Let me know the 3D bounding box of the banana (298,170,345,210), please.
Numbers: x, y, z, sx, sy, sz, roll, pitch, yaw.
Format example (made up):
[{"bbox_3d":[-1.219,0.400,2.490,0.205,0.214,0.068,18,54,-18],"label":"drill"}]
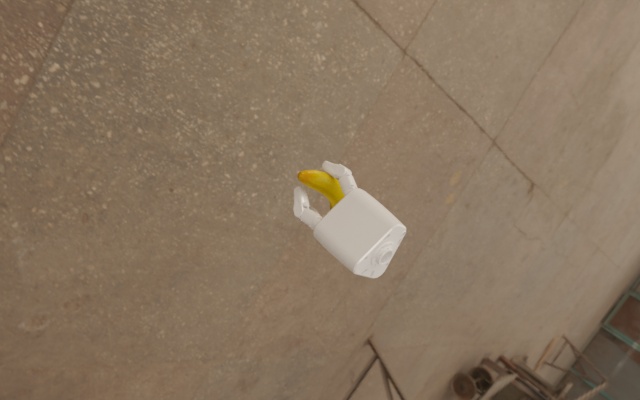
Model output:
[{"bbox_3d":[0.016,-0.006,0.892,0.037,0.069,0.198,47,-10,35],"label":"banana"}]
